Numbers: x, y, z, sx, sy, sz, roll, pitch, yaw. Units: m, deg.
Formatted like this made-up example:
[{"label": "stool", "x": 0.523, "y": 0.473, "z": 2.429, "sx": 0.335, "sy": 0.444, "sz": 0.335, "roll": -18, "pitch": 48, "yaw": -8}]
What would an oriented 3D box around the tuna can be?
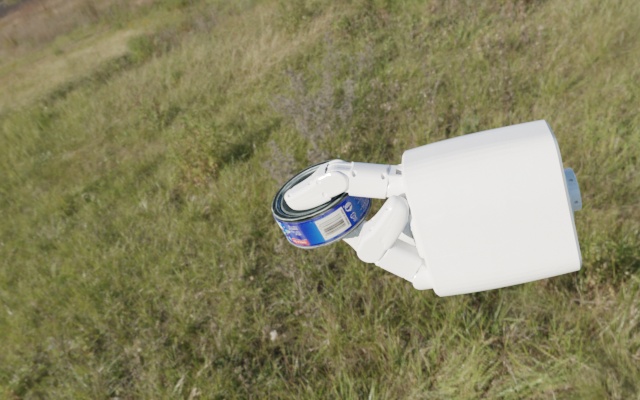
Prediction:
[{"label": "tuna can", "x": 0.000, "y": 0.001, "z": 0.426, "sx": 0.086, "sy": 0.034, "sz": 0.086, "roll": -21, "pitch": 32, "yaw": 14}]
